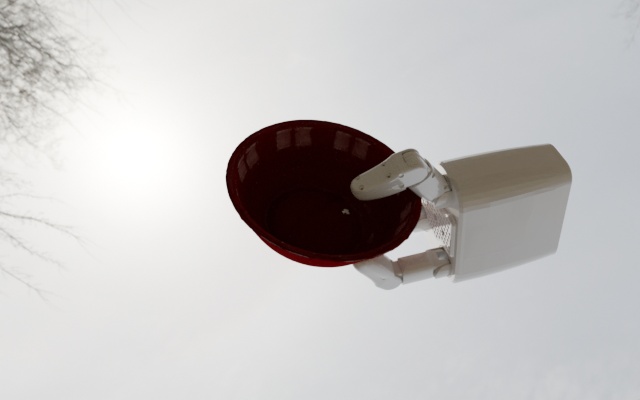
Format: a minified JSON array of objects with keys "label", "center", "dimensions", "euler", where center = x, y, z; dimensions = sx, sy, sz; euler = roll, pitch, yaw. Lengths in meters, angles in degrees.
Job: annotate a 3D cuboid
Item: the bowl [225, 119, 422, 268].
[{"label":"bowl","center":[-0.001,0.001,0.407],"dimensions":[0.162,0.162,0.055],"euler":[0,-43,-14]}]
